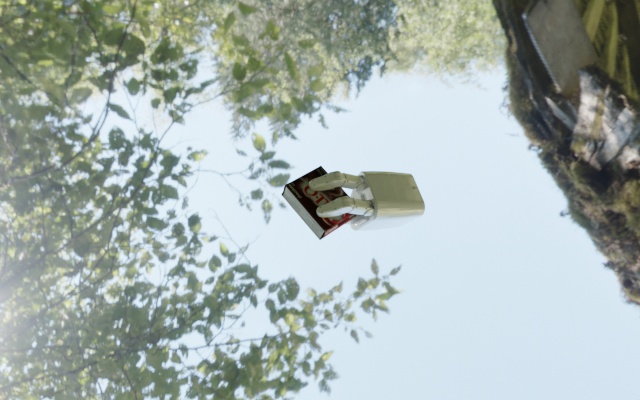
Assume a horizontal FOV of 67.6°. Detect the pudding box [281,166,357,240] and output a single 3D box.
[{"bbox_3d":[0.000,0.003,0.846,0.090,0.113,0.039,-31,-21,-36],"label":"pudding box"}]
